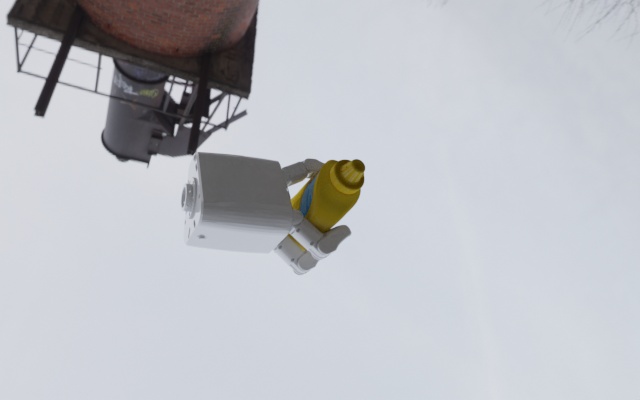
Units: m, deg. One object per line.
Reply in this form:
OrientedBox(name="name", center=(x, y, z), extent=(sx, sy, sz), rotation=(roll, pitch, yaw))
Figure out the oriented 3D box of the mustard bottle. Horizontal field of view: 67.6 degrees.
OrientedBox(name="mustard bottle", center=(0.000, 0.002, 0.608), extent=(0.058, 0.096, 0.192), rotation=(29, -37, -12))
